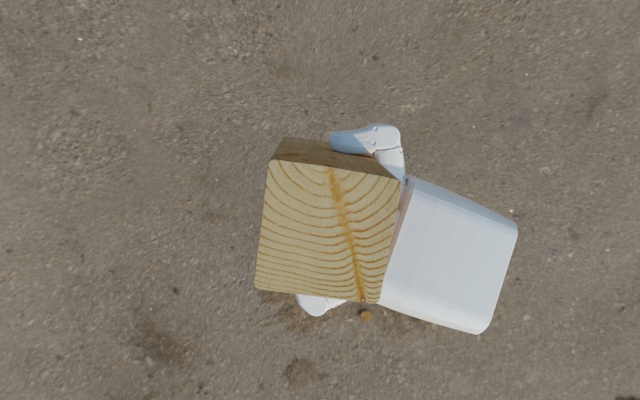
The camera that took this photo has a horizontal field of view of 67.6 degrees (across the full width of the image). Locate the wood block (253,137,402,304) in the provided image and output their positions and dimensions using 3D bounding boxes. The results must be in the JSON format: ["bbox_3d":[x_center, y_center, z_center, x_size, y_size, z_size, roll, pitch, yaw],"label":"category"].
[{"bbox_3d":[0.001,0.001,0.416,0.090,0.091,0.206,8,11,-4],"label":"wood block"}]
